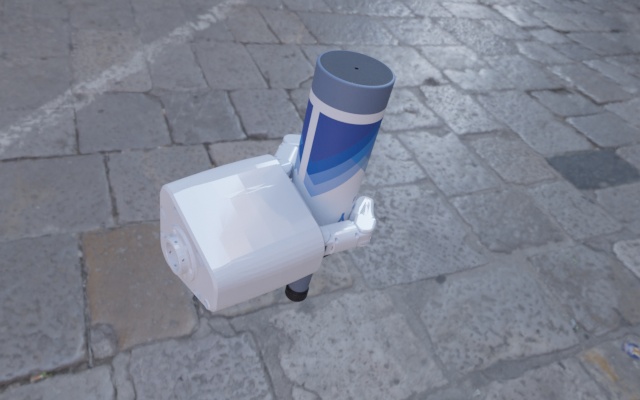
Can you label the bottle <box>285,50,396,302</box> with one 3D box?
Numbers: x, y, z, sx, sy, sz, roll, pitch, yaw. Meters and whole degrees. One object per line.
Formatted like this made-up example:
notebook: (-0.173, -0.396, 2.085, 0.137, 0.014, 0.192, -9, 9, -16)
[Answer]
bottle: (0.000, 0.001, 0.483, 0.069, 0.296, 0.069, 9, 40, -7)
